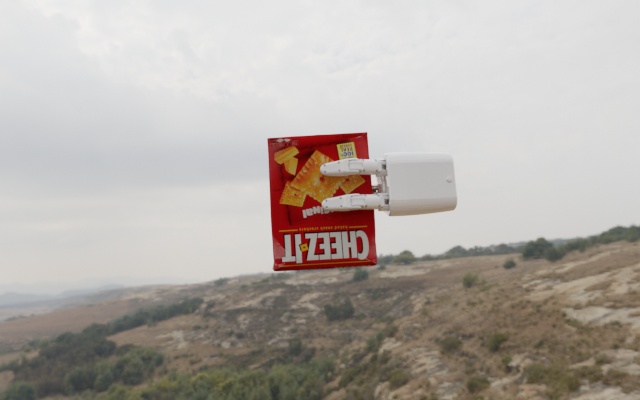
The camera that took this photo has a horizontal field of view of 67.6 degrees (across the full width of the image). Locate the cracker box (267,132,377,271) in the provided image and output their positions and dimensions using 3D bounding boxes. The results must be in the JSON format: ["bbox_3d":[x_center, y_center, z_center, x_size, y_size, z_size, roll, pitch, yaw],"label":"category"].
[{"bbox_3d":[0.000,0.002,0.769,0.164,0.213,0.072,-3,-9,-3],"label":"cracker box"}]
